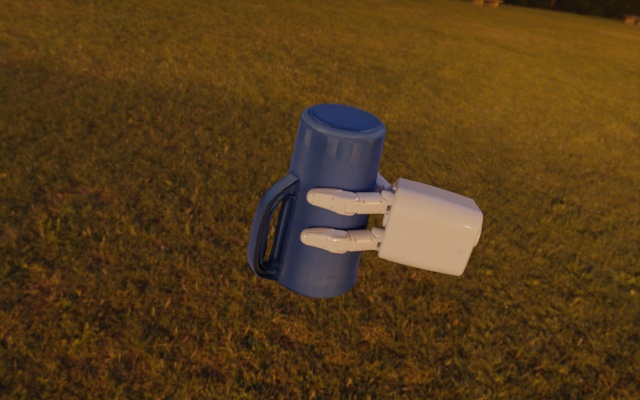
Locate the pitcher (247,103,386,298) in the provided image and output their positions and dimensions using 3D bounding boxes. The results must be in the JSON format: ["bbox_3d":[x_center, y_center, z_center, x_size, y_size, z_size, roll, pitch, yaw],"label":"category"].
[{"bbox_3d":[0.000,0.002,0.637,0.145,0.243,0.149,16,29,8],"label":"pitcher"}]
